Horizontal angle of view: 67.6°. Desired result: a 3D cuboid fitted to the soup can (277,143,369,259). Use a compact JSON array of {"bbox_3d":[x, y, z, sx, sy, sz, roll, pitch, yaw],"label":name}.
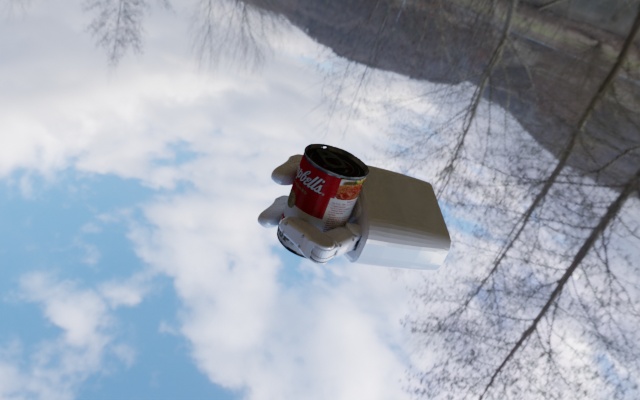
[{"bbox_3d":[0.000,0.002,0.493,0.068,0.102,0.068,17,27,-9],"label":"soup can"}]
